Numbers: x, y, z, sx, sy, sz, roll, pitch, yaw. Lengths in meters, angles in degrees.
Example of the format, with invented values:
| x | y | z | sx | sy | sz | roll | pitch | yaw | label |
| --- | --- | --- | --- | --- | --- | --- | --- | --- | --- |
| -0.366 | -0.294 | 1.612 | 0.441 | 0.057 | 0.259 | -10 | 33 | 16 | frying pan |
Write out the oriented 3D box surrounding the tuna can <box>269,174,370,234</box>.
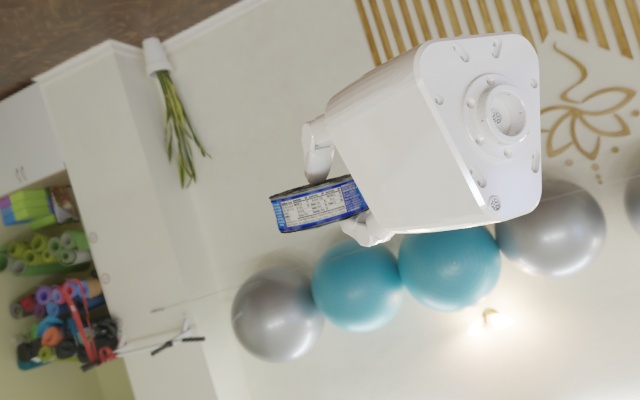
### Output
| x | y | z | sx | sy | sz | roll | pitch | yaw | label |
| --- | --- | --- | --- | --- | --- | --- | --- | --- | --- |
| 0.000 | 0.002 | 0.421 | 0.086 | 0.034 | 0.086 | -15 | 4 | 1 | tuna can |
